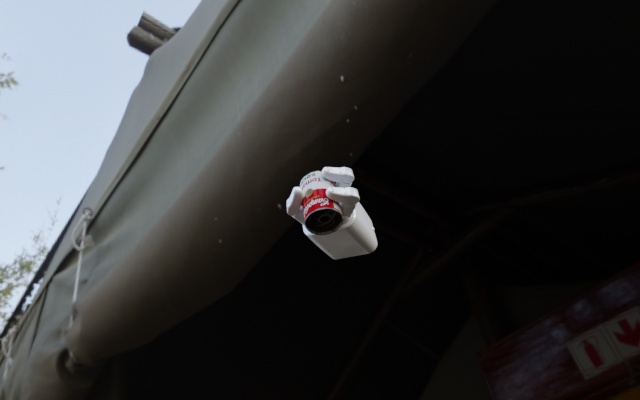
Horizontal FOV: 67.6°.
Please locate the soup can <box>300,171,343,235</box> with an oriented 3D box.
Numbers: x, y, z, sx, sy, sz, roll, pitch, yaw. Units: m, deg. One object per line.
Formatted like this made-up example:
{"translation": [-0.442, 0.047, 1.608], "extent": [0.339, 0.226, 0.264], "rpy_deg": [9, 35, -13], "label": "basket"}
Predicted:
{"translation": [0.000, 0.002, 0.867], "extent": [0.068, 0.069, 0.102], "rpy_deg": [0, 44, -10], "label": "soup can"}
